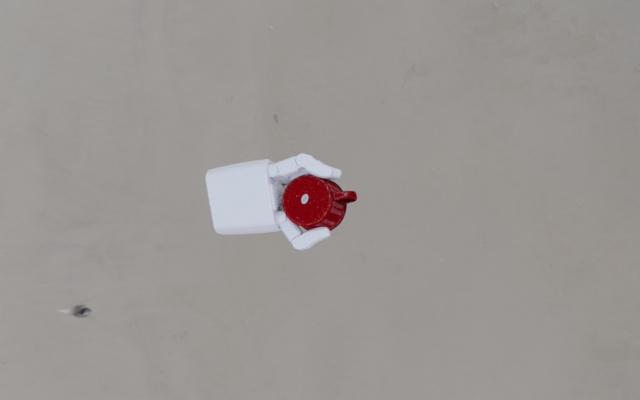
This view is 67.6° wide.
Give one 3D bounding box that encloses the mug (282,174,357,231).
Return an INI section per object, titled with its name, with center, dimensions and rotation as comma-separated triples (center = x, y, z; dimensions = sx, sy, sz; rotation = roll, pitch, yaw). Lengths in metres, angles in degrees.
[mug]
center = 0.001, 0.002, 0.759
dimensions = 0.117, 0.093, 0.081
rotation = -8, -9, 14
